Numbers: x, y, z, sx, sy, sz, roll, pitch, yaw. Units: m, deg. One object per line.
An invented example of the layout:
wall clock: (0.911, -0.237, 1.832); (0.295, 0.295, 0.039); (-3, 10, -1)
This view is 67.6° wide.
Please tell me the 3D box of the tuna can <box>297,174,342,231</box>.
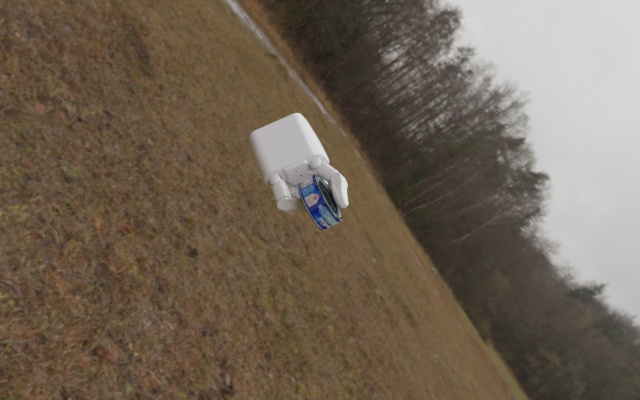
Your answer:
tuna can: (0.001, 0.002, 0.749); (0.034, 0.086, 0.086); (-29, -7, 12)
